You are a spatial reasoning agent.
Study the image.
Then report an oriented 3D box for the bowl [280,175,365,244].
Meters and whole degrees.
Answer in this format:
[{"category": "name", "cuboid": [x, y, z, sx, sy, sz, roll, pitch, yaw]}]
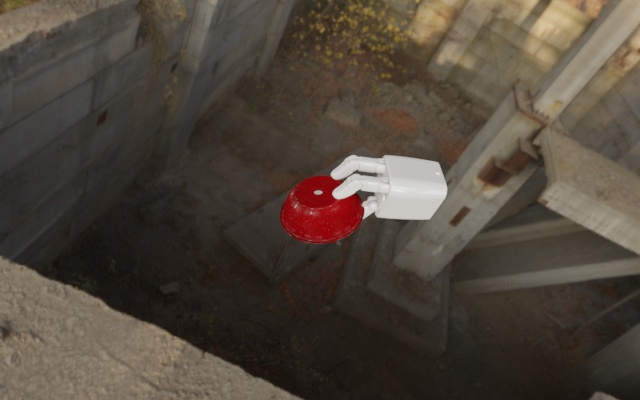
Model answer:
[{"category": "bowl", "cuboid": [-0.001, 0.003, 0.886, 0.162, 0.055, 0.162, -4, 43, 4]}]
